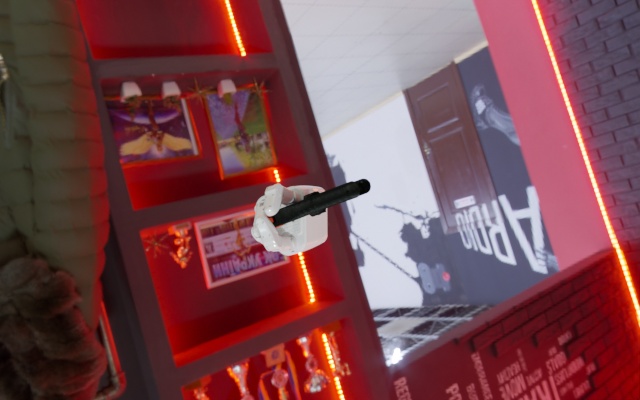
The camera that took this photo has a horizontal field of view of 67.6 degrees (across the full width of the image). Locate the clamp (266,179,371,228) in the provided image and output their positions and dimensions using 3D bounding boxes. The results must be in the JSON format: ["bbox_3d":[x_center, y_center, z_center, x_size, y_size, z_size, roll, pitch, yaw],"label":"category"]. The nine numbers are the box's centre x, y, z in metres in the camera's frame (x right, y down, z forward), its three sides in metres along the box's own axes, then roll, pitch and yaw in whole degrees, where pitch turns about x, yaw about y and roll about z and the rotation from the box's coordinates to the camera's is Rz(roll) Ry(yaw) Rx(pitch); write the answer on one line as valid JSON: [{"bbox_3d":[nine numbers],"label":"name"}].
[{"bbox_3d":[0.000,0.003,0.748,0.171,0.039,0.120,-18,-5,24],"label":"clamp"}]
